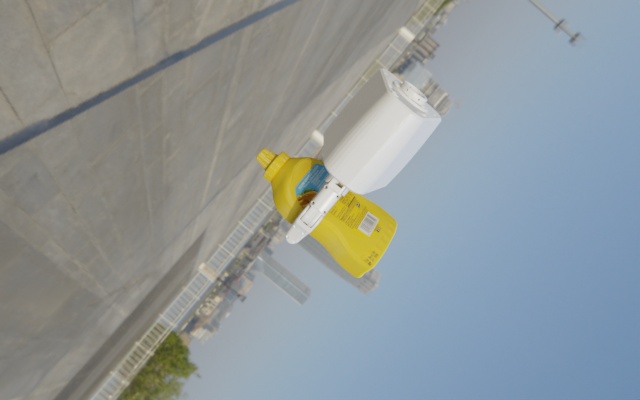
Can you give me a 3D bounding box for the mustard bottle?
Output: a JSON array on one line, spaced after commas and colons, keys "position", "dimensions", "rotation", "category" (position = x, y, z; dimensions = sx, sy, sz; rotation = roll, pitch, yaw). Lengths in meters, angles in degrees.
[{"position": [0.000, 0.002, 0.589], "dimensions": [0.096, 0.191, 0.058], "rotation": [-53, 3, -41], "category": "mustard bottle"}]
